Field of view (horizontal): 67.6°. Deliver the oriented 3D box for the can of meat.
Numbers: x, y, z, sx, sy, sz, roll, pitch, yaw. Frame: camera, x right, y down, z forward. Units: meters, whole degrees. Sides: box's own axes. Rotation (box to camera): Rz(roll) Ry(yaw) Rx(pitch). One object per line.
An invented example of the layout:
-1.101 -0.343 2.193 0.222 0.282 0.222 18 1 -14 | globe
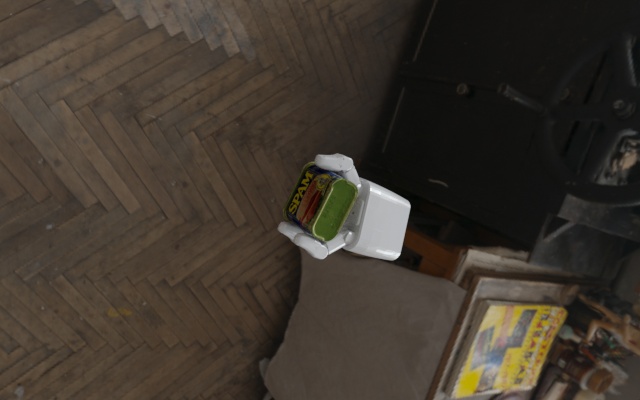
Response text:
0.000 0.002 0.720 0.057 0.102 0.084 23 5 -37 | can of meat
